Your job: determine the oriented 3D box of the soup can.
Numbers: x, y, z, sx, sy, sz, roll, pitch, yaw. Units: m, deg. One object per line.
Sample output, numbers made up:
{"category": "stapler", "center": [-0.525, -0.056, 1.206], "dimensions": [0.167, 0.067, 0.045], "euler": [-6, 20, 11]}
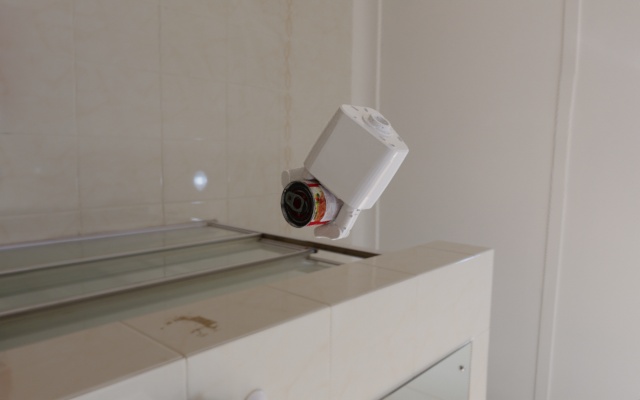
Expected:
{"category": "soup can", "center": [0.000, 0.003, 0.715], "dimensions": [0.068, 0.068, 0.102], "euler": [0, 4, 42]}
